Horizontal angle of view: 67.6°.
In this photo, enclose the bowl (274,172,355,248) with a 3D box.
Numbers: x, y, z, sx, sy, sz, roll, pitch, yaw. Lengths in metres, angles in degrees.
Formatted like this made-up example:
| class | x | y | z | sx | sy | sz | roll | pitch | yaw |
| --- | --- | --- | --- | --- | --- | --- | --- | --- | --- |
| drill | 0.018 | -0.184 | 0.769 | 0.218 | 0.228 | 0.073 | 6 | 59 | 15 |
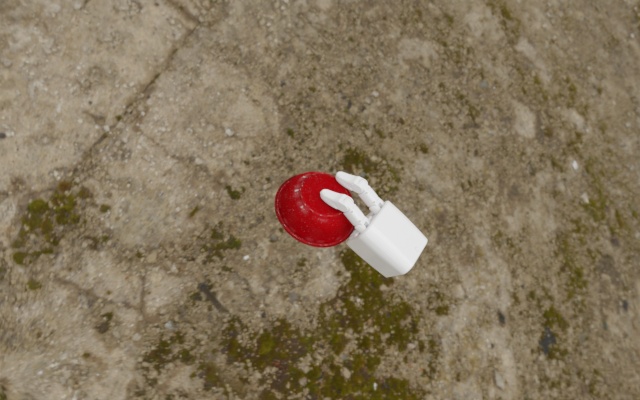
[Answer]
| class | x | y | z | sx | sy | sz | roll | pitch | yaw |
| --- | --- | --- | --- | --- | --- | --- | --- | --- | --- |
| bowl | -0.001 | 0.002 | 0.875 | 0.162 | 0.162 | 0.055 | 0 | -31 | -20 |
